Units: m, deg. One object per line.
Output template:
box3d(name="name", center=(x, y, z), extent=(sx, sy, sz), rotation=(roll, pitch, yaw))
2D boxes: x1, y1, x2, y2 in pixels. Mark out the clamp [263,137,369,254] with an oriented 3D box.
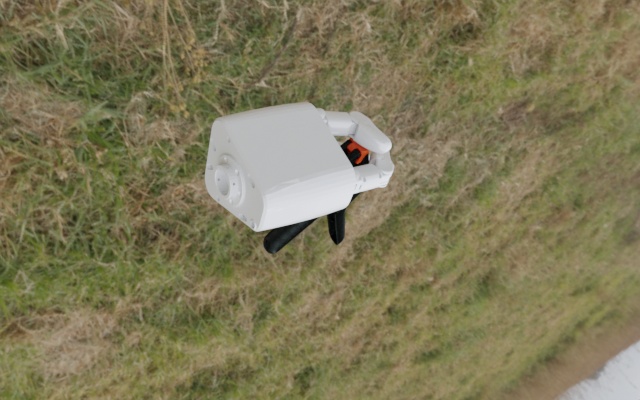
box3d(name="clamp", center=(0.001, 0.002, 0.561), extent=(0.120, 0.172, 0.039), rotation=(-16, 50, -37))
